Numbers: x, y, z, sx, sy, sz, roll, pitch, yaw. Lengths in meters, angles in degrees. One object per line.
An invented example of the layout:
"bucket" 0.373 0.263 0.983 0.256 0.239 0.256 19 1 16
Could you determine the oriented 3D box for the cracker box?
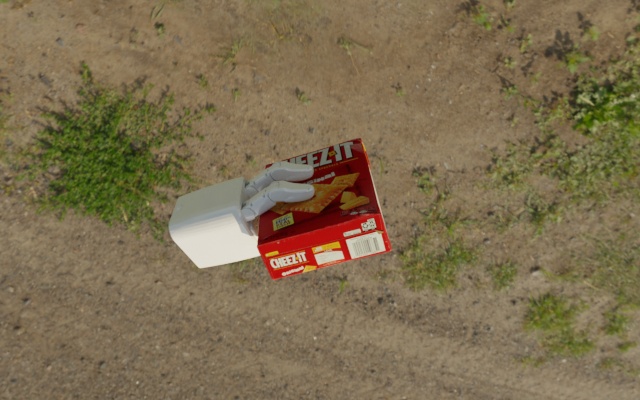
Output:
"cracker box" 0.000 0.002 0.687 0.164 0.072 0.213 -15 33 7
